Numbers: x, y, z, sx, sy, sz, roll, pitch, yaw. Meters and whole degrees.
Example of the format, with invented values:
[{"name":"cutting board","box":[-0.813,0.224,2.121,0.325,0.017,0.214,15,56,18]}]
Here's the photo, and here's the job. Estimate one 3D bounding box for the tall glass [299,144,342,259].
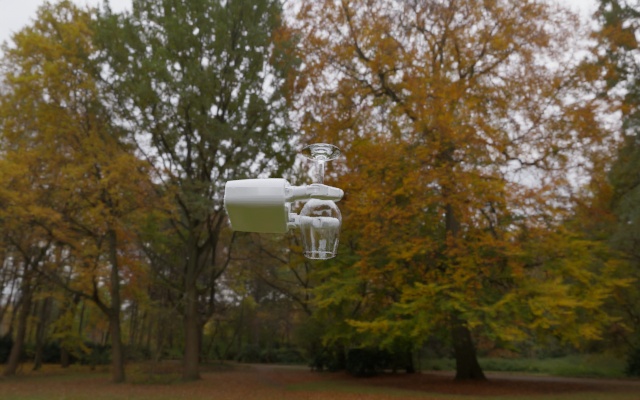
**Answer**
[{"name":"tall glass","box":[0.000,0.002,0.873,0.079,0.201,0.079,0,-18,0]}]
